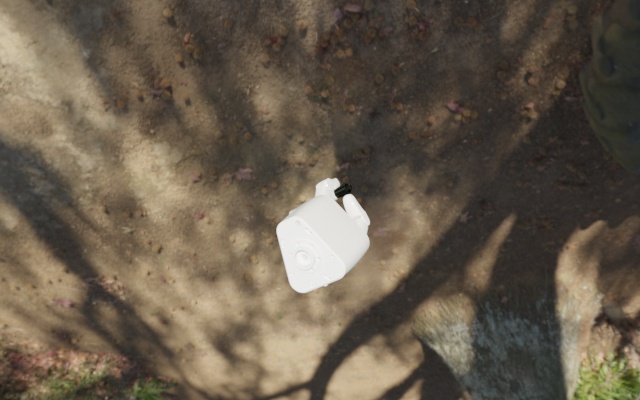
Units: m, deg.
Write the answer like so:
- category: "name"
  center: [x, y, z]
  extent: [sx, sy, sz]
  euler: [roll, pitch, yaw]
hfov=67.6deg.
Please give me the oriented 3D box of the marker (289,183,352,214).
- category: "marker"
  center: [0.000, 0.003, 0.786]
  extent: [0.121, 0.020, 0.020]
  euler: [-27, -13, 27]
